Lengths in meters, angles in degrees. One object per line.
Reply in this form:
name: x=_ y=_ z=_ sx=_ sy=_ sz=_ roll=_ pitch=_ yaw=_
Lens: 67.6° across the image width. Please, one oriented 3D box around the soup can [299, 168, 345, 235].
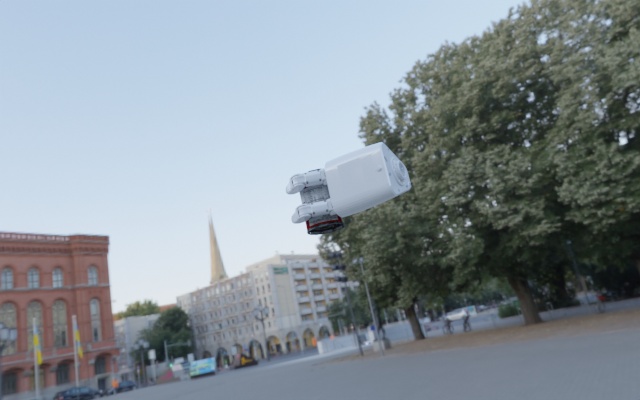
soup can: x=0.000 y=0.003 z=0.839 sx=0.068 sy=0.102 sz=0.068 roll=-11 pitch=-15 yaw=-3
